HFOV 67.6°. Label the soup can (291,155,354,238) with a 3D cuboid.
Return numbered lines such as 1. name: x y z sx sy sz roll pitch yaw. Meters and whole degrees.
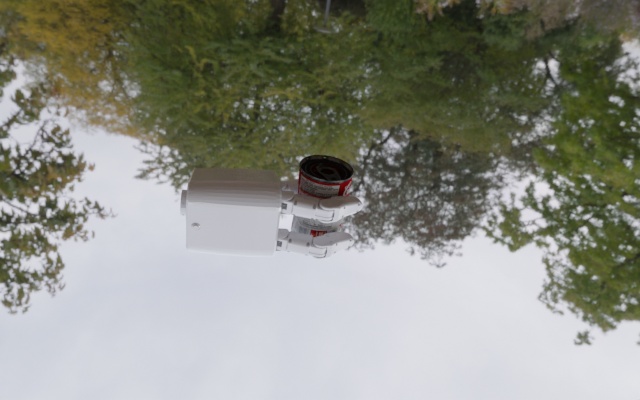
1. soup can: 0.001 0.002 0.613 0.068 0.102 0.068 7 31 -4
